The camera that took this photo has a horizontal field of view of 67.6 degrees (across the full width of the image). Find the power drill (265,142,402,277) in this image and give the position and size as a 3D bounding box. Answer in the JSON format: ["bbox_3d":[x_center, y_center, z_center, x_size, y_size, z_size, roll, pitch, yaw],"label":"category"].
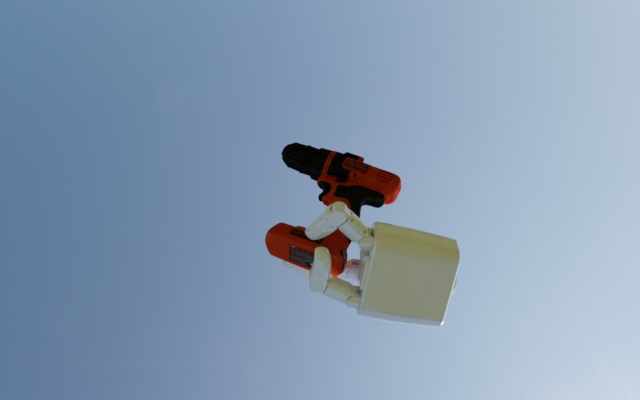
[{"bbox_3d":[0.000,0.003,0.654,0.184,0.187,0.057,19,-38,15],"label":"power drill"}]
